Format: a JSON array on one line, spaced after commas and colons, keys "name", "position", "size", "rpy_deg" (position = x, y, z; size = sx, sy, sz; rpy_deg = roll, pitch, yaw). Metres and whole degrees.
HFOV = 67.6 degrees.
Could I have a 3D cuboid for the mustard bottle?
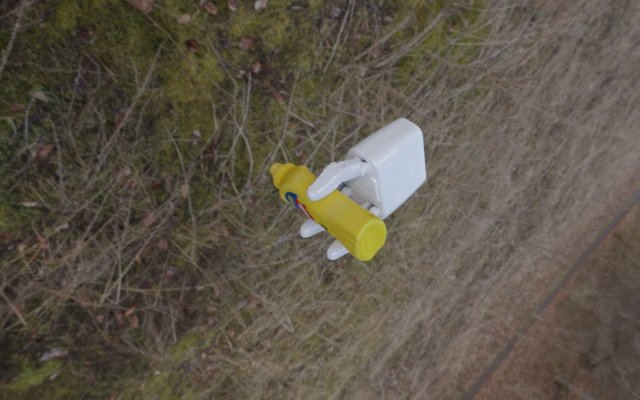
[{"name": "mustard bottle", "position": [0.000, 0.003, 0.657], "size": [0.191, 0.058, 0.096], "rpy_deg": [37, -7, 27]}]
